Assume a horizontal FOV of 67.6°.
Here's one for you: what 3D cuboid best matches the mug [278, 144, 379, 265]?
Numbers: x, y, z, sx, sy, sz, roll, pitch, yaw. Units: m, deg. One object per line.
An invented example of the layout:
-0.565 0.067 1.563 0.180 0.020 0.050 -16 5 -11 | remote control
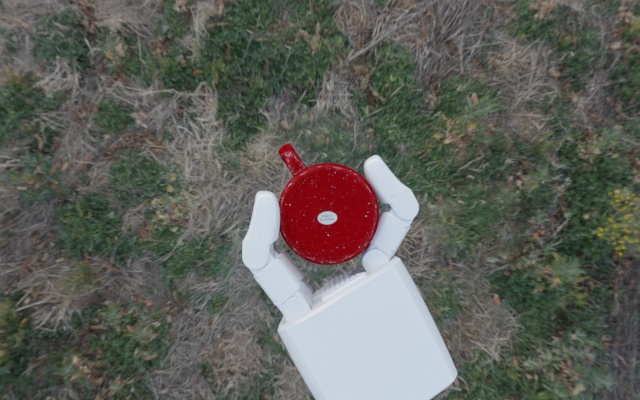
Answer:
-0.001 0.000 0.412 0.093 0.117 0.081 -30 -1 -1 | mug
